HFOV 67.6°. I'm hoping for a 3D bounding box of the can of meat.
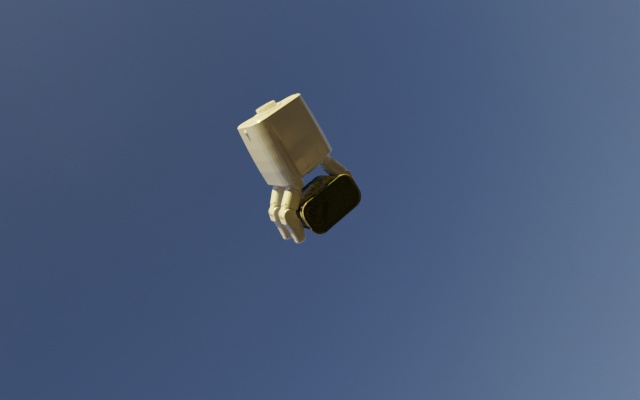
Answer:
[{"bbox_3d":[0.000,0.002,0.763,0.102,0.057,0.084,-40,21,-19],"label":"can of meat"}]
